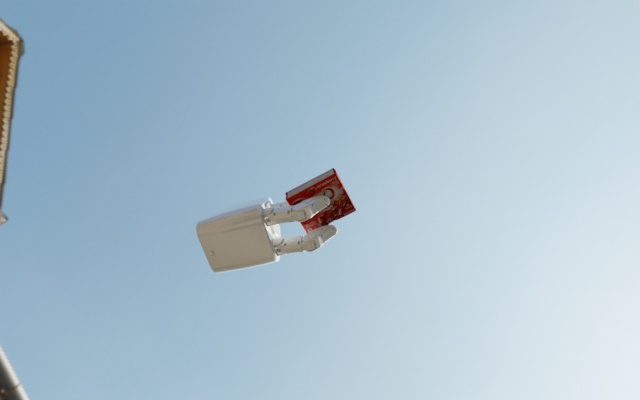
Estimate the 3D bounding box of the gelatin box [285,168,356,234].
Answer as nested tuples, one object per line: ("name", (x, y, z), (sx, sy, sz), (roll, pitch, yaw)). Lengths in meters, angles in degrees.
("gelatin box", (0.000, 0.002, 0.746), (0.089, 0.073, 0.030), (-27, 23, 6))
